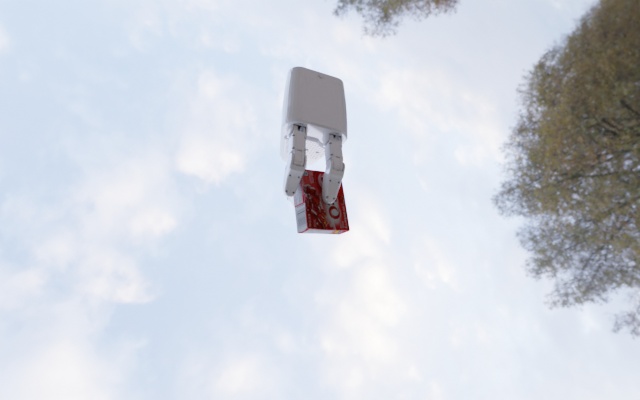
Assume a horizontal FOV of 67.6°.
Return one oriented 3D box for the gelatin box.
[{"bbox_3d":[0.000,0.003,0.674,0.073,0.089,0.030,5,-21,-36],"label":"gelatin box"}]
